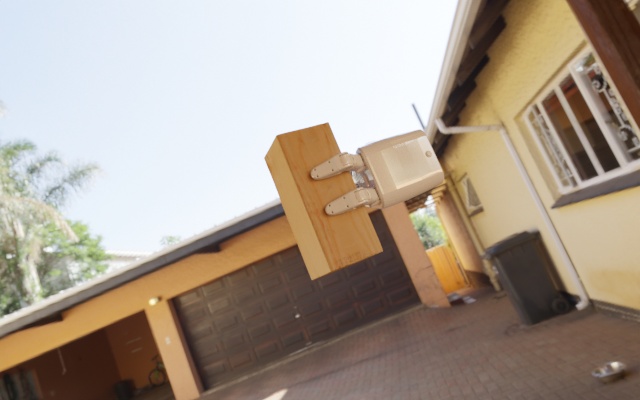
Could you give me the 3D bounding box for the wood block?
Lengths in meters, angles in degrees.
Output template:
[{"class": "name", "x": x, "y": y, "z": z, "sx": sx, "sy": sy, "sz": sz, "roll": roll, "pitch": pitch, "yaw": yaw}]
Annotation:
[{"class": "wood block", "x": 0.000, "y": 0.002, "z": 0.712, "sx": 0.090, "sy": 0.206, "sz": 0.091, "roll": -18, "pitch": -10, "yaw": -23}]
